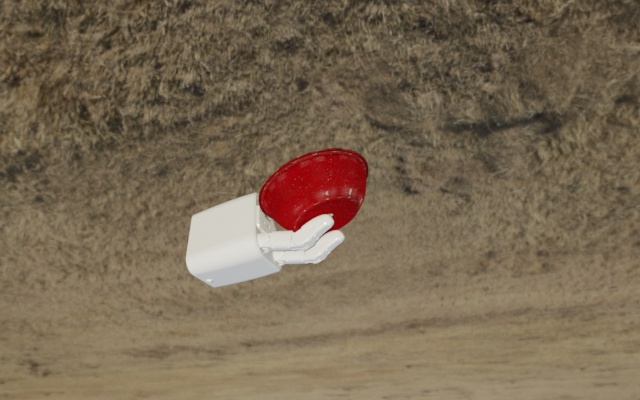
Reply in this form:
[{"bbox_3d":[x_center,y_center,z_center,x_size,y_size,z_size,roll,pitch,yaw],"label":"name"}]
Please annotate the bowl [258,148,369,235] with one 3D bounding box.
[{"bbox_3d":[0.001,0.002,0.650,0.162,0.055,0.162,-16,-31,-10],"label":"bowl"}]
